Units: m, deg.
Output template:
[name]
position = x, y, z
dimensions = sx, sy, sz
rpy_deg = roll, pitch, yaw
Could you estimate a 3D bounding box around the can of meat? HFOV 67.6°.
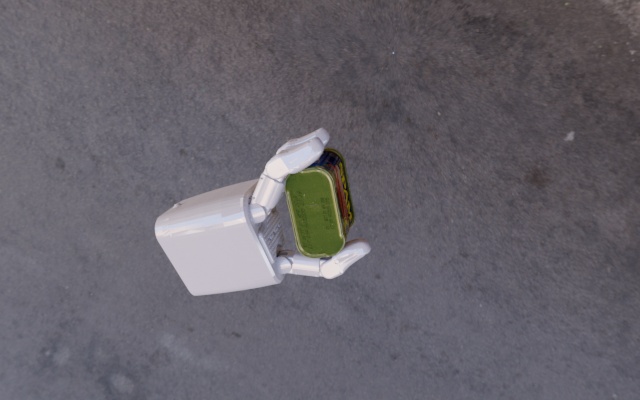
[can of meat]
position = 0.000, 0.002, 0.514
dimensions = 0.057, 0.102, 0.084
rpy_deg = -8, 16, 12
